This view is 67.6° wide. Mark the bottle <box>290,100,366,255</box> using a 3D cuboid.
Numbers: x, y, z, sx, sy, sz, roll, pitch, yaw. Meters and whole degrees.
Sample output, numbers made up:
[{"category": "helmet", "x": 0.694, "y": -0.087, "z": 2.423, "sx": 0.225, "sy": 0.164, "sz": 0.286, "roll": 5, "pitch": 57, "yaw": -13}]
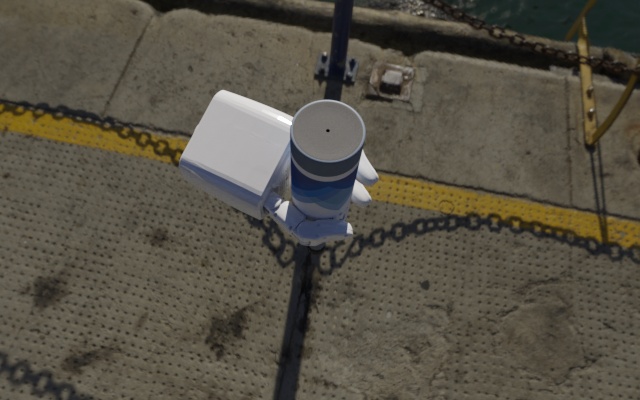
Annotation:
[{"category": "bottle", "x": 0.000, "y": 0.002, "z": 0.548, "sx": 0.069, "sy": 0.069, "sz": 0.296, "roll": 0, "pitch": -25, "yaw": -3}]
